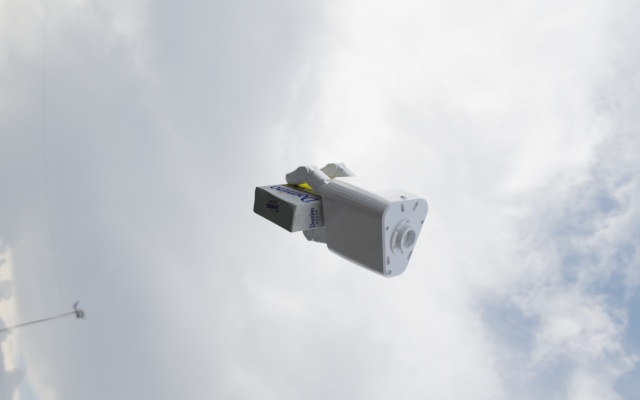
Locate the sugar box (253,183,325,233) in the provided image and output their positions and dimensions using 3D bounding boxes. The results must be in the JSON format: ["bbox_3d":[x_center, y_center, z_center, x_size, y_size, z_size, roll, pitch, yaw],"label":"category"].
[{"bbox_3d":[0.000,0.002,0.700,0.176,0.048,0.093,-5,20,-43],"label":"sugar box"}]
